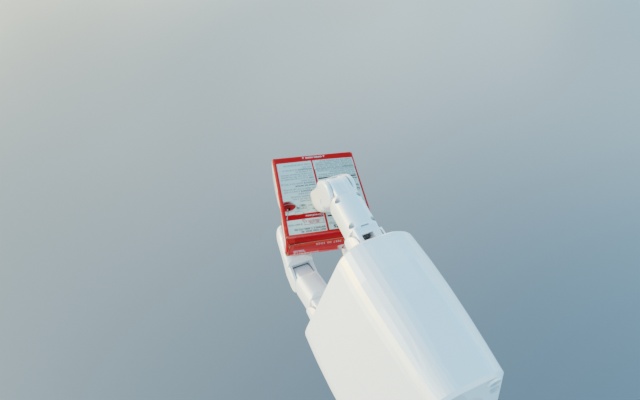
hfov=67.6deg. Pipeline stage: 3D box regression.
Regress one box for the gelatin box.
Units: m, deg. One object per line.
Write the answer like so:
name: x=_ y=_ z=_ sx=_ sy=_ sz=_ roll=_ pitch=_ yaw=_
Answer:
gelatin box: x=0.000 y=0.001 z=0.410 sx=0.073 sy=0.089 sz=0.030 roll=-7 pitch=-37 yaw=-9
